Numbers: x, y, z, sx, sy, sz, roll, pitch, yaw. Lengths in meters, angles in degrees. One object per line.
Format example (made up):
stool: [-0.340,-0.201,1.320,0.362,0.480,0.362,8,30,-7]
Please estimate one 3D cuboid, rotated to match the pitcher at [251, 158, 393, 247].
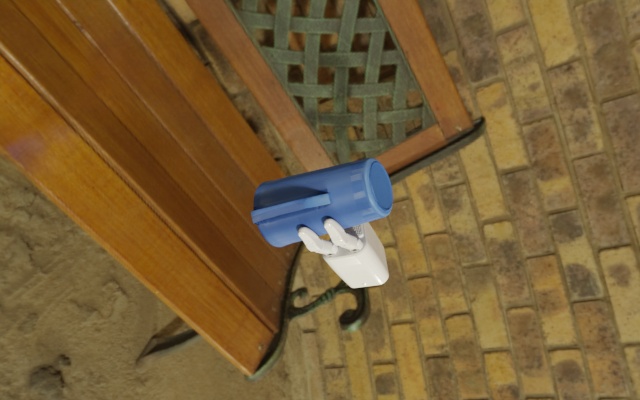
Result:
pitcher: [0.000,0.003,0.881,0.243,0.149,0.145,-15,-49,29]
